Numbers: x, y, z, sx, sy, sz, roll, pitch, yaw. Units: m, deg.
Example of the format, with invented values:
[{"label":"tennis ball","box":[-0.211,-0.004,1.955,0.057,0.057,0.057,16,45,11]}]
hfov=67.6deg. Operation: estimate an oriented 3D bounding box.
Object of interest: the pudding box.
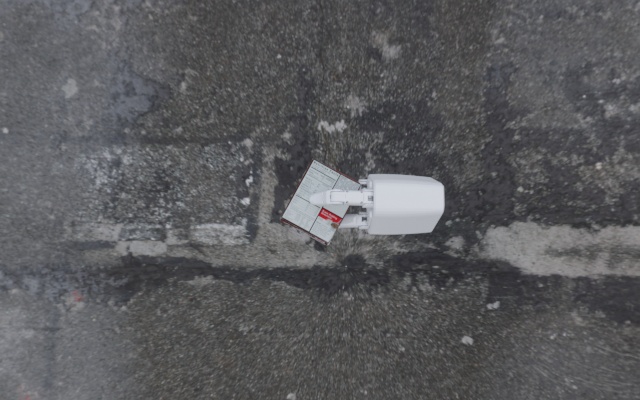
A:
[{"label":"pudding box","box":[0.000,0.003,0.763,0.090,0.113,0.039,29,-8,1]}]
